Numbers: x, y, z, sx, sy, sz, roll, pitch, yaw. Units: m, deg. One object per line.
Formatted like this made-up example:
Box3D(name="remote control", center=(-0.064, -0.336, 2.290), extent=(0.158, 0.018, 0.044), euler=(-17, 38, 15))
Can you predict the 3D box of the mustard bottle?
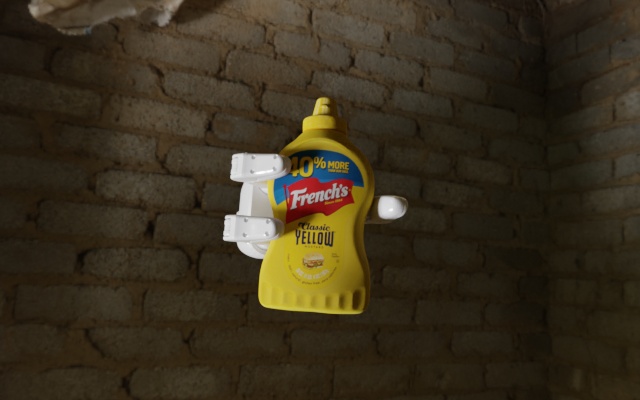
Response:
Box3D(name="mustard bottle", center=(0.000, 0.002, 0.430), extent=(0.096, 0.191, 0.058), euler=(2, -9, 8))
